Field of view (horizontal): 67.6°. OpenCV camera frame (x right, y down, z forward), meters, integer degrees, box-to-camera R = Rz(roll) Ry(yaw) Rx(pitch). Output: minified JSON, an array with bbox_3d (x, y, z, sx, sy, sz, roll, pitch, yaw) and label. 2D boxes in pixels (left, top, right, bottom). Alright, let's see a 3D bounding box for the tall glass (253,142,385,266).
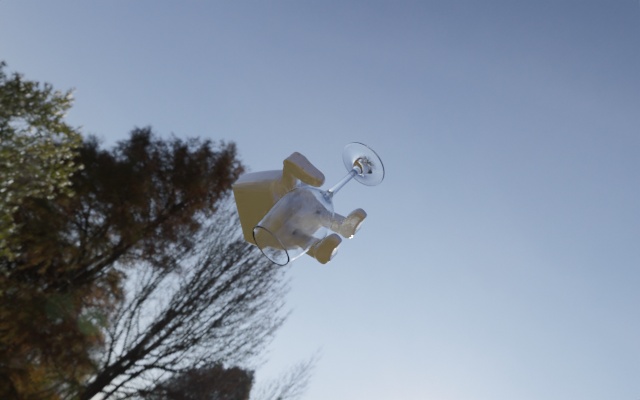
[{"bbox_3d":[0.001,0.002,0.644,0.079,0.079,0.201,0,33,49],"label":"tall glass"}]
